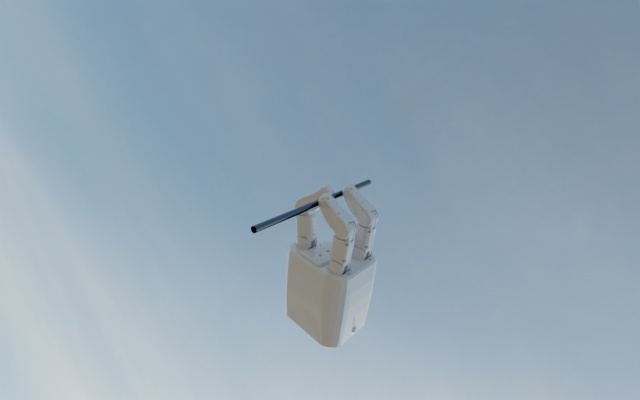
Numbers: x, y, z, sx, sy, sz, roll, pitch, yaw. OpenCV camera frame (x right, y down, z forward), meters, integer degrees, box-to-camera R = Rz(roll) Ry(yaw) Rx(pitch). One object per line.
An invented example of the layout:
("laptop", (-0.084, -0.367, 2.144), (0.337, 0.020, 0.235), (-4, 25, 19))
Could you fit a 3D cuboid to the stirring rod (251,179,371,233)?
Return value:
("stirring rod", (0.000, 0.002, 0.581), (0.011, 0.011, 0.239), (0, 13, 36))
